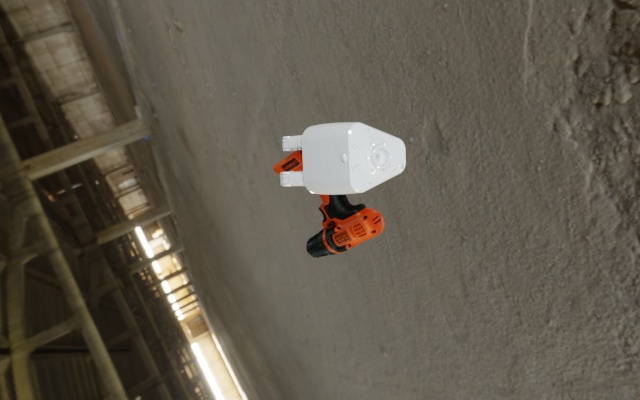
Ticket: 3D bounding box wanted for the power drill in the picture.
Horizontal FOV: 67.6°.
[{"bbox_3d":[0.000,0.002,0.806,0.184,0.187,0.057,-29,5,47],"label":"power drill"}]
